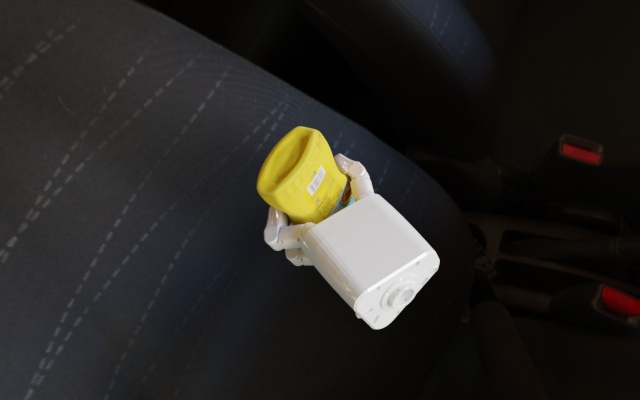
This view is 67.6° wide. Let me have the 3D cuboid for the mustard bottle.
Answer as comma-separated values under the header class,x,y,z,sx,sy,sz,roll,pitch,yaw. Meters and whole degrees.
class,x,y,z,sx,sy,sz,roll,pitch,yaw
mustard bottle,0.000,0.002,0.596,0.058,0.096,0.192,17,-22,35
